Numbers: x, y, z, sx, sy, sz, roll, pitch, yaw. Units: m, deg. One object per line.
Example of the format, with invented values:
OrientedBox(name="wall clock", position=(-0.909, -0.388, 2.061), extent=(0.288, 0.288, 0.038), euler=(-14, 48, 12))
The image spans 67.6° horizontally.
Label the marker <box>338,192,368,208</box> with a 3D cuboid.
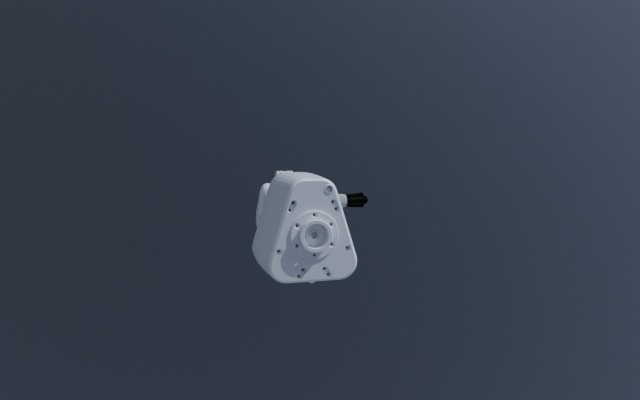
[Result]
OrientedBox(name="marker", position=(0.000, 0.002, 0.589), extent=(0.121, 0.020, 0.020), euler=(-3, 1, -14))
